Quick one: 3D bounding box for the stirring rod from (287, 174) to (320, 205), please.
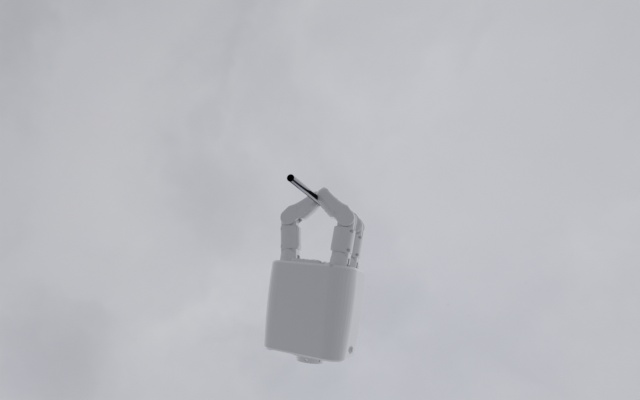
[{"bbox_3d":[0.000,0.002,0.595,0.011,0.011,0.239,0,-12,15],"label":"stirring rod"}]
